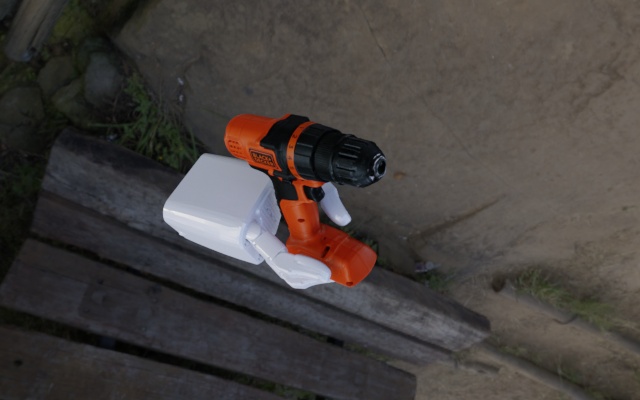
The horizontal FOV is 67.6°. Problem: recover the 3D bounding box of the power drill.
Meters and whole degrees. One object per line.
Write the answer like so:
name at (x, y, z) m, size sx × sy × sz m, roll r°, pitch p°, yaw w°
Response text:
power drill at (0.000, 0.002, 0.481) m, size 0.184 × 0.188 × 0.057 m, roll 20°, pitch 52°, yaw 40°
